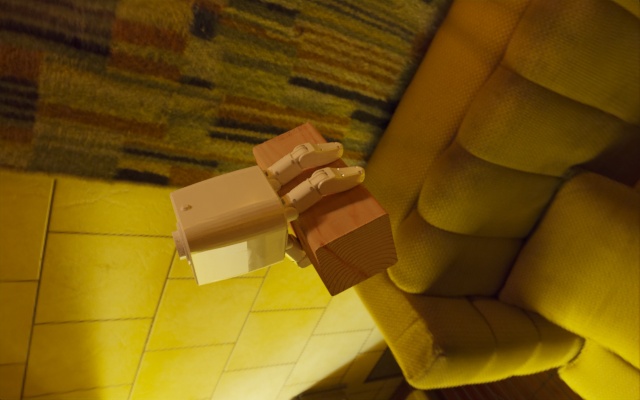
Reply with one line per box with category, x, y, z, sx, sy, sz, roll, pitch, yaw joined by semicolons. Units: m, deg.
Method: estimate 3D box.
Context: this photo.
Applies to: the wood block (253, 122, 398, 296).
wood block;0.000;0.002;0.590;0.090;0.091;0.206;-26;45;-9
